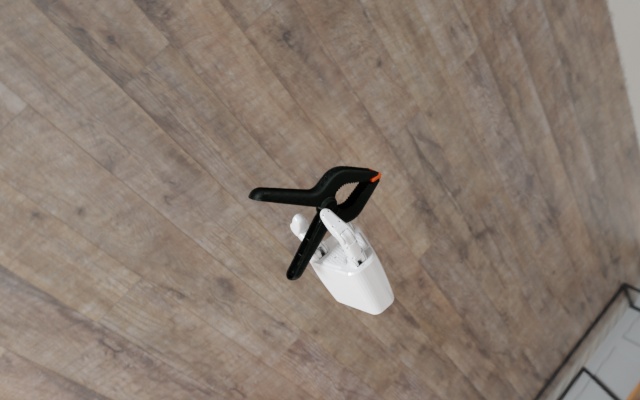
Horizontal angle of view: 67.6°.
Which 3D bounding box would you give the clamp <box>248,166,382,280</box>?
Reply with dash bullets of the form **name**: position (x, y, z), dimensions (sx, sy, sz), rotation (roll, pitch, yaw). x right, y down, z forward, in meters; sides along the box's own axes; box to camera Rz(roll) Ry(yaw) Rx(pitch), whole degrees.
- **clamp**: position (0.001, 0.002, 0.715), dimensions (0.210, 0.165, 0.036), rotation (-38, 34, -14)
